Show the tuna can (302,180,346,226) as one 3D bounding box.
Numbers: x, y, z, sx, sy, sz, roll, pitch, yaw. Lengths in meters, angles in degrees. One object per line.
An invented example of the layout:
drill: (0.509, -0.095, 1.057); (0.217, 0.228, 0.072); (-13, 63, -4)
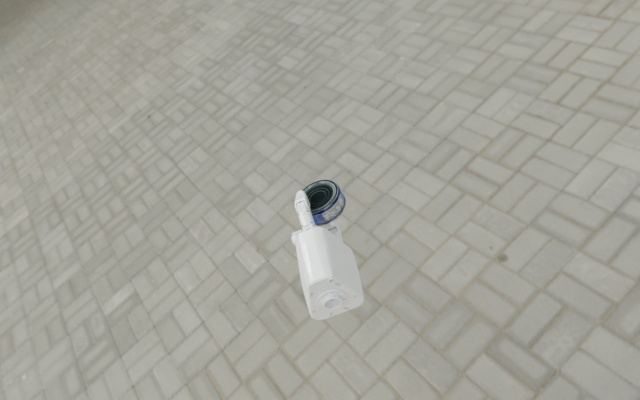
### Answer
tuna can: (0.000, 0.002, 0.862); (0.086, 0.086, 0.034); (0, -41, 32)
